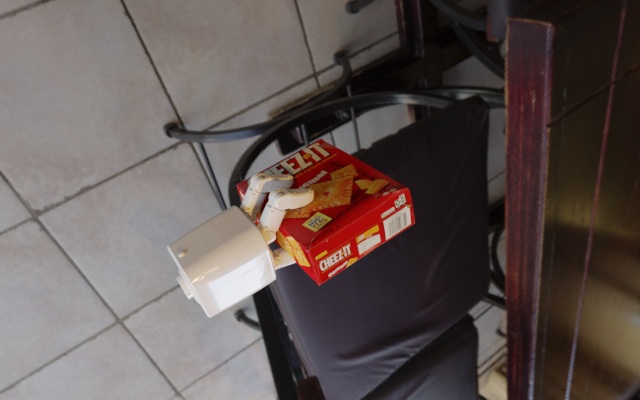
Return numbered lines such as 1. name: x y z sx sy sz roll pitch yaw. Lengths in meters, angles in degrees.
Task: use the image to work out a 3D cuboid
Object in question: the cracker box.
1. cracker box: 0.000 0.002 0.680 0.164 0.072 0.213 -30 39 -19
